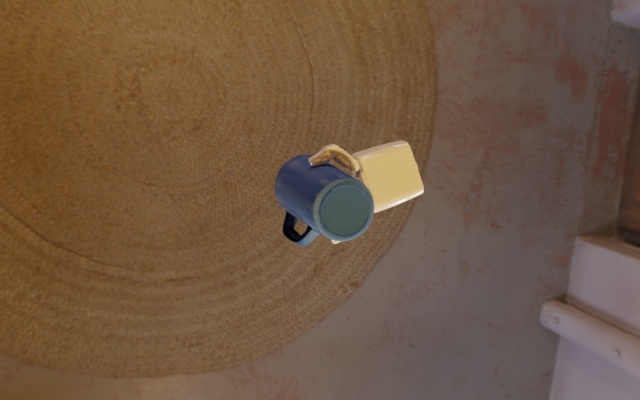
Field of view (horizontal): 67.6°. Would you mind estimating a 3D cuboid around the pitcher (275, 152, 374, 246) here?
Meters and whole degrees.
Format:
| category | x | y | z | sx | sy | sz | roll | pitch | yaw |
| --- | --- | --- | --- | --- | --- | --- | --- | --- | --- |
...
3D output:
| category | x | y | z | sx | sy | sz | roll | pitch | yaw |
| --- | --- | --- | --- | --- | --- | --- | --- | --- | --- |
| pitcher | 0.000 | 0.003 | 0.883 | 0.145 | 0.149 | 0.242 | -19 | 17 | -13 |
